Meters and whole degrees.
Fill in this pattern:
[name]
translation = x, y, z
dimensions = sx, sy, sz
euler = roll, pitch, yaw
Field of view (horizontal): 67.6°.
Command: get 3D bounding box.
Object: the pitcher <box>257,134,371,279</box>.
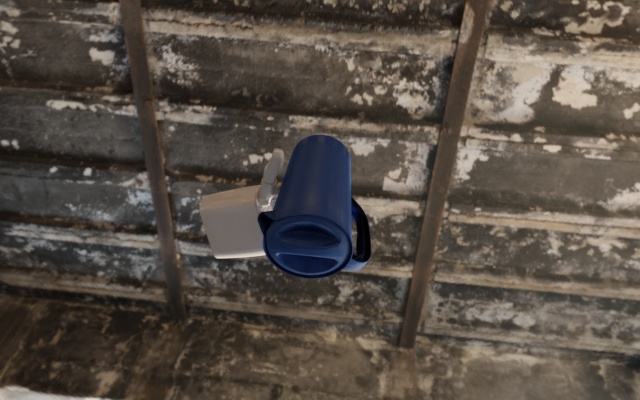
[pitcher]
translation = 0.000, 0.003, 0.785
dimensions = 0.145, 0.149, 0.242
euler = -9, 38, 14
